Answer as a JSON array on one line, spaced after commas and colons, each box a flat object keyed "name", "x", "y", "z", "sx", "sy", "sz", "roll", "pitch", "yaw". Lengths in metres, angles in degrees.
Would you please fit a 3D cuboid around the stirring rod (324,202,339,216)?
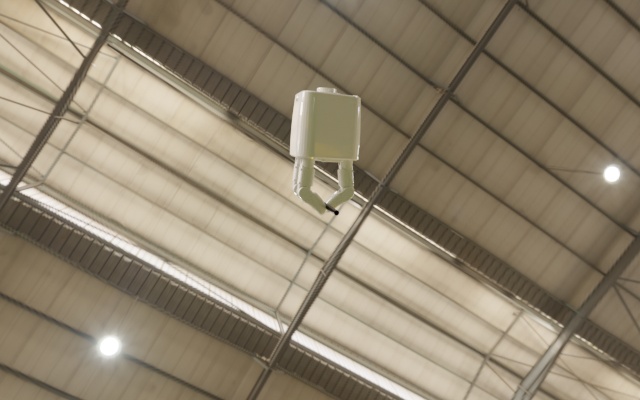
[{"name": "stirring rod", "x": 0.000, "y": 0.003, "z": 0.836, "sx": 0.011, "sy": 0.011, "sz": 0.239, "roll": 0, "pitch": 8, "yaw": -12}]
